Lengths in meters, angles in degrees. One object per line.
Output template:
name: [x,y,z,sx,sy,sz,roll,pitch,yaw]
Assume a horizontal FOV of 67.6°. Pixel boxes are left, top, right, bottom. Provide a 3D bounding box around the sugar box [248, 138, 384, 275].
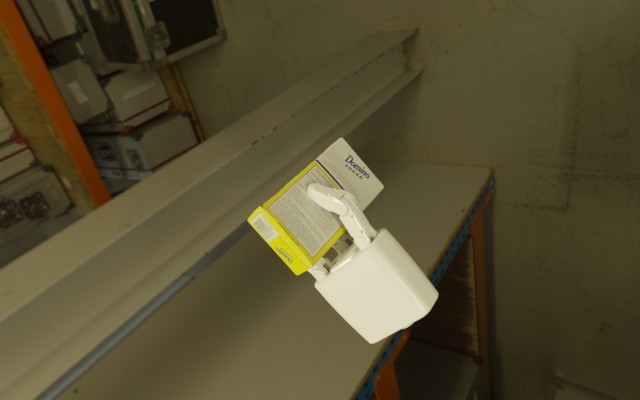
sugar box: [0.000,0.002,0.608,0.176,0.093,0.048,-44,5,-42]
